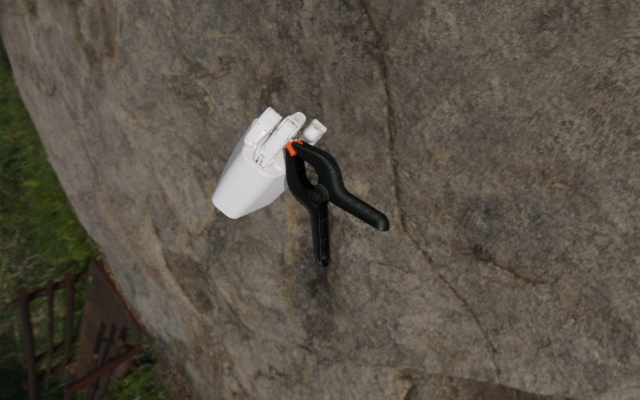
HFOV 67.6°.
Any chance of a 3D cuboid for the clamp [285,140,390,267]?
[{"bbox_3d":[0.000,0.002,0.628,0.120,0.171,0.039,-43,-15,24],"label":"clamp"}]
